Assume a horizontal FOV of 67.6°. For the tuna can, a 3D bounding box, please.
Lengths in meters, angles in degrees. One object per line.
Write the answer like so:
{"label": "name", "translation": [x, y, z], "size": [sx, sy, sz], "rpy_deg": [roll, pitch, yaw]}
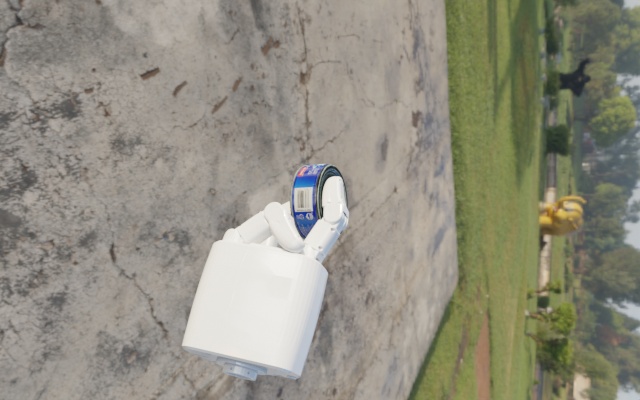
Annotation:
{"label": "tuna can", "translation": [0.001, 0.002, 0.536], "size": [0.034, 0.086, 0.086], "rpy_deg": [-3, -1, 25]}
